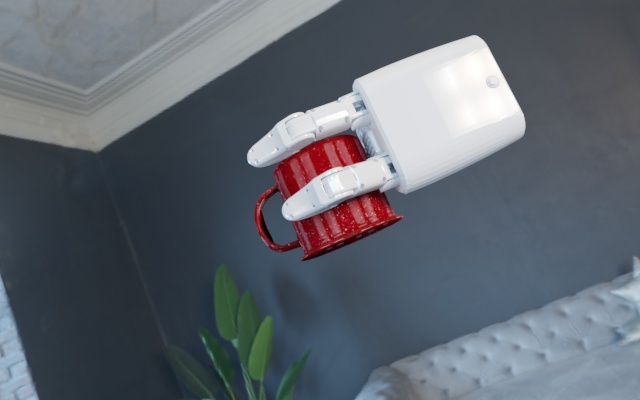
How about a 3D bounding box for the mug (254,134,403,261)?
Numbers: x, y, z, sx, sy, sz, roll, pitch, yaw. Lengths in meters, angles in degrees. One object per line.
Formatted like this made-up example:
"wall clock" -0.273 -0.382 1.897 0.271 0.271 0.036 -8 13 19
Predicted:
"mug" -0.001 0.002 0.407 0.117 0.081 0.093 -23 -9 -2
